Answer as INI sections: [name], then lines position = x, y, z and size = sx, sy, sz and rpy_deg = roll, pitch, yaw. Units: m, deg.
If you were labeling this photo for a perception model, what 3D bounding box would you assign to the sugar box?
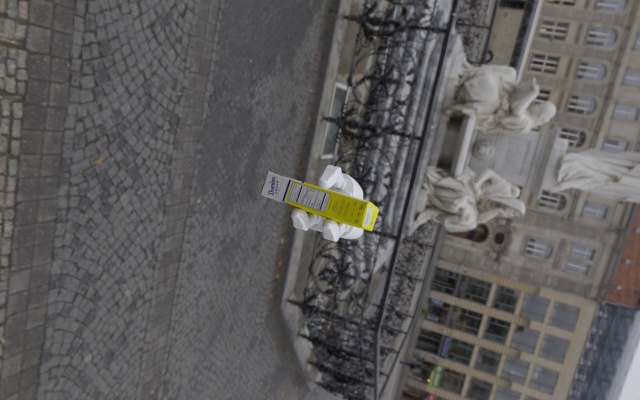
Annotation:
[sugar box]
position = 0.000, 0.003, 0.781
size = 0.176, 0.048, 0.093
rpy_deg = 15, -4, 17
